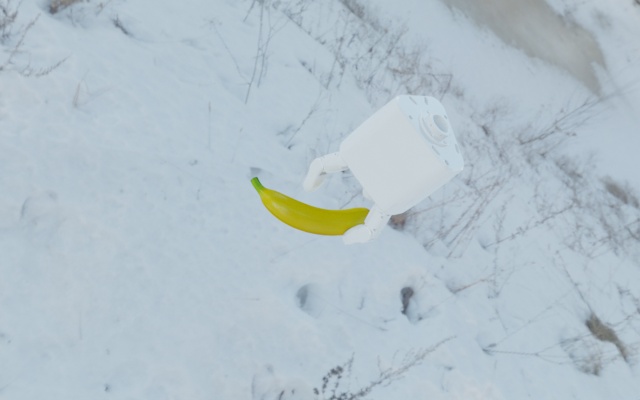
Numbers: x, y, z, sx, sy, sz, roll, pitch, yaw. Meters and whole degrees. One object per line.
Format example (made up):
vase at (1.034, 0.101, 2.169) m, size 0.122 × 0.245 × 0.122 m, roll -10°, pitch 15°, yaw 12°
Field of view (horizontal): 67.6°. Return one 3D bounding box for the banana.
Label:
banana at (-0.002, 0.017, 0.658) m, size 0.198 × 0.069 × 0.037 m, roll 17°, pitch -38°, yaw -30°
